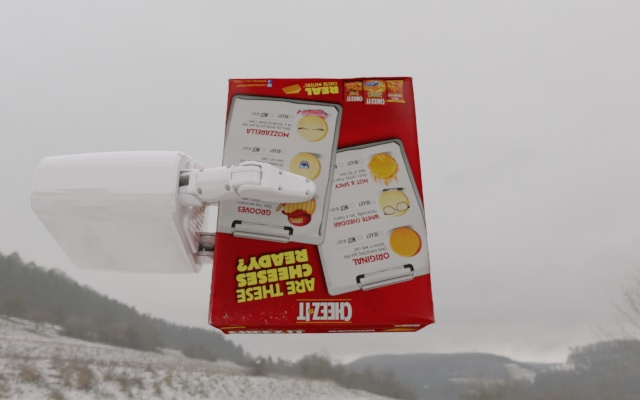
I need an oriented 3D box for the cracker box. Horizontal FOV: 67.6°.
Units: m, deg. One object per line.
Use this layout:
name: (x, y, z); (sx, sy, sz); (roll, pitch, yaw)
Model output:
cracker box: (0.000, 0.001, 0.406); (0.164, 0.213, 0.072); (-1, -22, 0)
